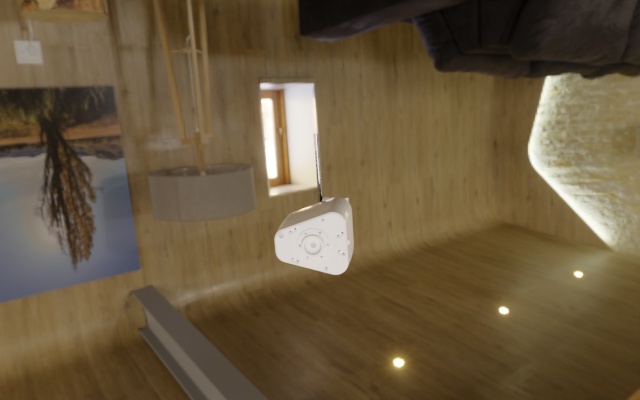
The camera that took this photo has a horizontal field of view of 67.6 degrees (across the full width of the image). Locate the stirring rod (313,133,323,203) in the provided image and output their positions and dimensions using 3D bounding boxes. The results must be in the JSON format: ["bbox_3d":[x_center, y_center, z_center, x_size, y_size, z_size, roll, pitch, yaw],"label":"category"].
[{"bbox_3d":[0.000,0.003,0.844,0.011,0.239,0.011,-4,10,1],"label":"stirring rod"}]
